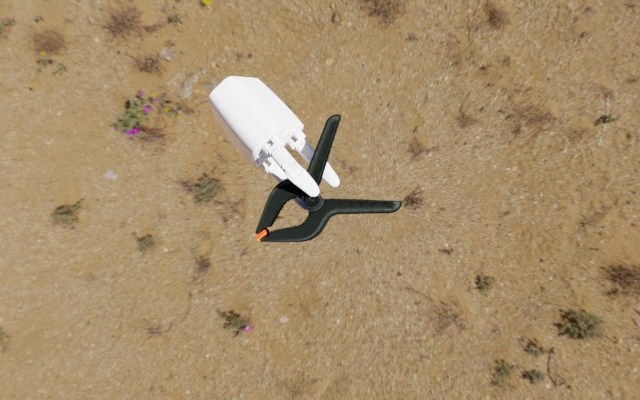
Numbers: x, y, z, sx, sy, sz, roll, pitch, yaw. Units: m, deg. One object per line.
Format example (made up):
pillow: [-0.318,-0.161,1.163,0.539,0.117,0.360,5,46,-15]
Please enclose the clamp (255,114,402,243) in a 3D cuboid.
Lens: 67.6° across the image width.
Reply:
clamp: [-0.001,0.002,0.688,0.210,0.164,0.036,-42,-6,5]
